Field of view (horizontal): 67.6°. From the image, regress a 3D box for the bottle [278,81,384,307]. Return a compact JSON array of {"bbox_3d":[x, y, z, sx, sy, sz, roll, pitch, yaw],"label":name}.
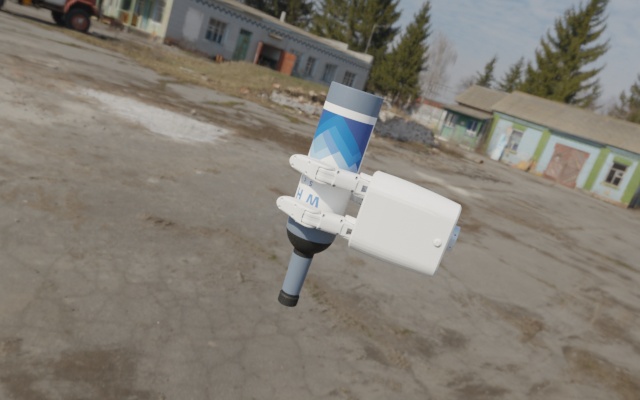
[{"bbox_3d":[0.000,0.002,0.611,0.069,0.296,0.069,17,14,-4],"label":"bottle"}]
